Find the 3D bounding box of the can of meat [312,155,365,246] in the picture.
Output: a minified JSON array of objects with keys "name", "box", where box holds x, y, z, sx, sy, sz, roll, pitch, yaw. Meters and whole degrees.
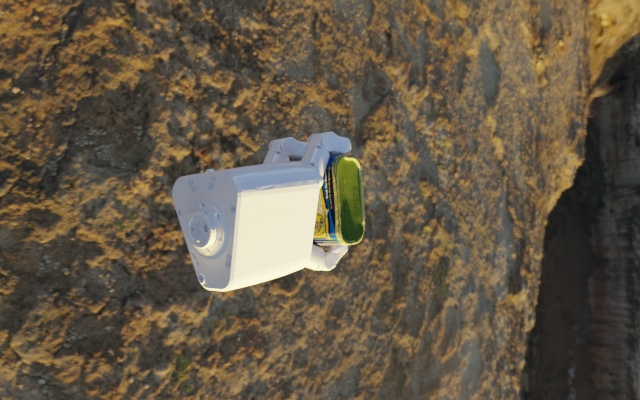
[{"name":"can of meat","box":[0.000,0.002,0.535,0.084,0.102,0.057,-4,0,37]}]
